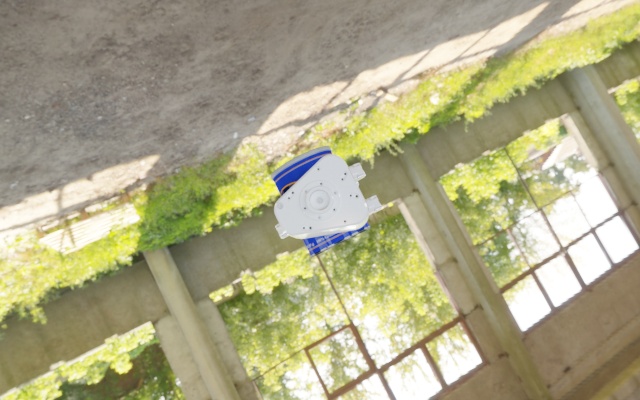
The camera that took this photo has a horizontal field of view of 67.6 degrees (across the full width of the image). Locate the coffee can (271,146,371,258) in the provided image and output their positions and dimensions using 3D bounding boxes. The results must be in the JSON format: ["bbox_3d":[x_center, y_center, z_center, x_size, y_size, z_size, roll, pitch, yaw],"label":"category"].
[{"bbox_3d":[0.000,0.002,0.731,0.103,0.140,0.103,-27,-5,-3],"label":"coffee can"}]
